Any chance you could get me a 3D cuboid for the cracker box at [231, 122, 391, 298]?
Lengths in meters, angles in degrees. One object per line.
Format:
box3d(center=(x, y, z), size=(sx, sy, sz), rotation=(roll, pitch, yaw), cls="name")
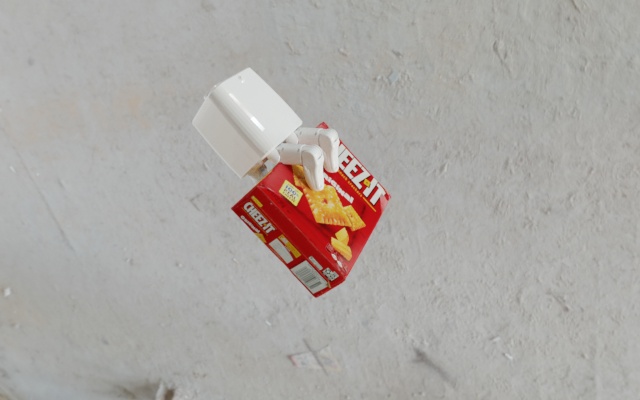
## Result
box3d(center=(0.000, 0.002, 0.672), size=(0.072, 0.164, 0.213), rotation=(-36, 10, 38), cls="cracker box")
